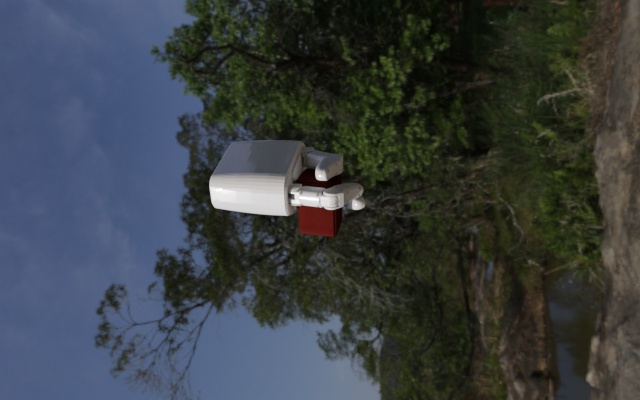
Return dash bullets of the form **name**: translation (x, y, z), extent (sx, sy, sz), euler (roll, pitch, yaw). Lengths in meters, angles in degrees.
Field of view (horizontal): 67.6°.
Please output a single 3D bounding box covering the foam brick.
- **foam brick**: translation (0.000, 0.002, 0.645), extent (0.051, 0.078, 0.053), euler (3, 24, 12)
